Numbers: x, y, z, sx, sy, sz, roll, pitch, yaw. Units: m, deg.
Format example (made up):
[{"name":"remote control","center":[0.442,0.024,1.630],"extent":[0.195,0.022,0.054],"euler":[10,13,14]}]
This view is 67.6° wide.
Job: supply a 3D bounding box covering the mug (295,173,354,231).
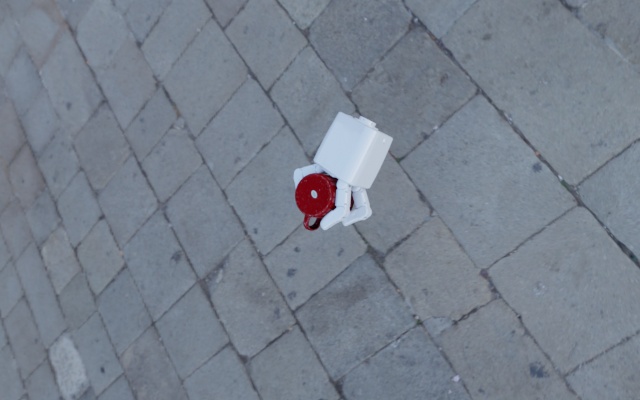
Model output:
[{"name":"mug","center":[-0.001,0.004,0.899],"extent":[0.093,0.117,0.081],"euler":[32,12,28]}]
